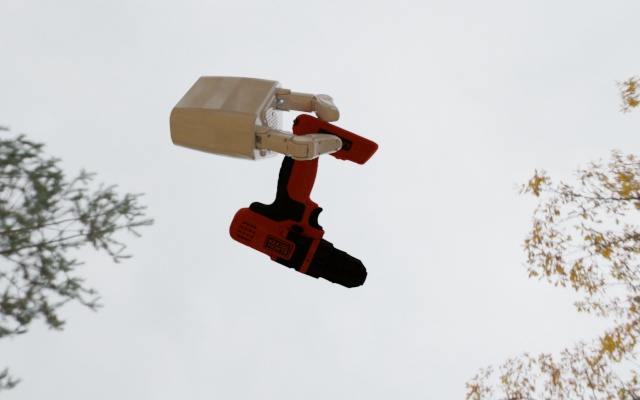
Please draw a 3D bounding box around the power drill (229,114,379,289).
[{"bbox_3d":[0.000,0.001,0.588,0.184,0.188,0.057,23,9,-3],"label":"power drill"}]
